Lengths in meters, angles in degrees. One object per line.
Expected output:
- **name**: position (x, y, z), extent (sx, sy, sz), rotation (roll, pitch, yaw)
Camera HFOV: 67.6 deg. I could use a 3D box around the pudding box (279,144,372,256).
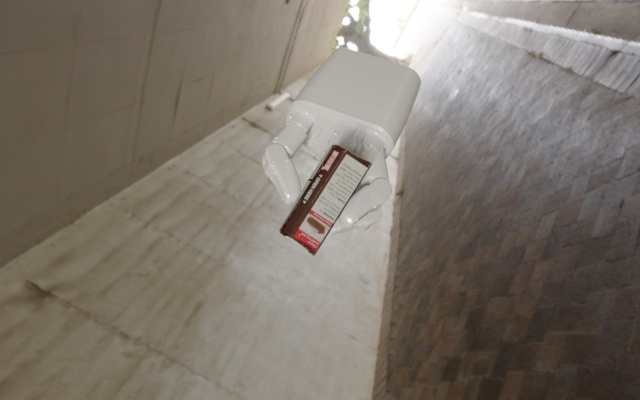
- **pudding box**: position (0.000, 0.001, 0.435), extent (0.039, 0.090, 0.113), rotation (31, -5, 0)
